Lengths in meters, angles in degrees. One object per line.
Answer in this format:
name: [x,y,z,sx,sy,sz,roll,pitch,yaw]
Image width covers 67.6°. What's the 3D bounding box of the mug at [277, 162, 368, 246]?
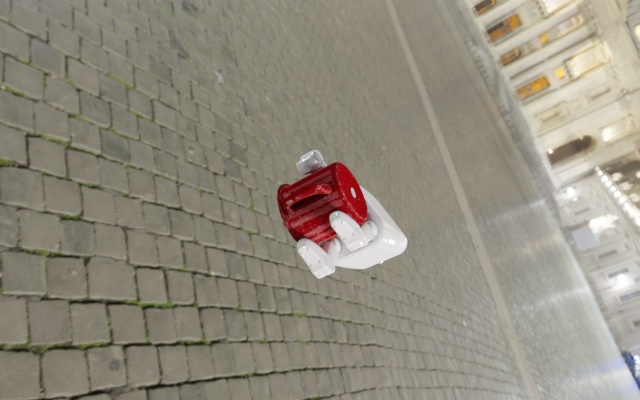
mug: [0.000,0.001,0.579,0.081,0.093,0.117,-26,-23,20]
